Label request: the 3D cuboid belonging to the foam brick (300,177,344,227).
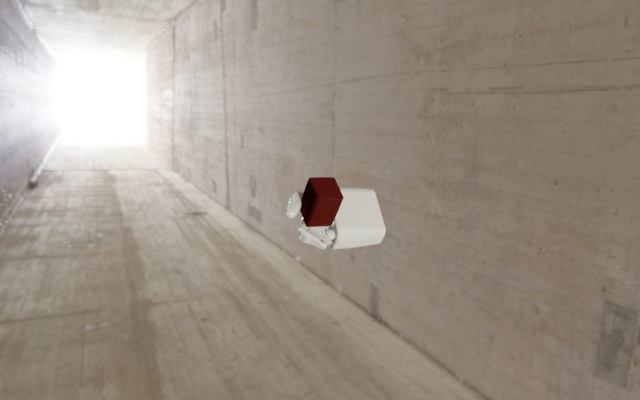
[{"bbox_3d":[0.000,0.003,0.854,0.051,0.053,0.078,-2,-43,-23],"label":"foam brick"}]
